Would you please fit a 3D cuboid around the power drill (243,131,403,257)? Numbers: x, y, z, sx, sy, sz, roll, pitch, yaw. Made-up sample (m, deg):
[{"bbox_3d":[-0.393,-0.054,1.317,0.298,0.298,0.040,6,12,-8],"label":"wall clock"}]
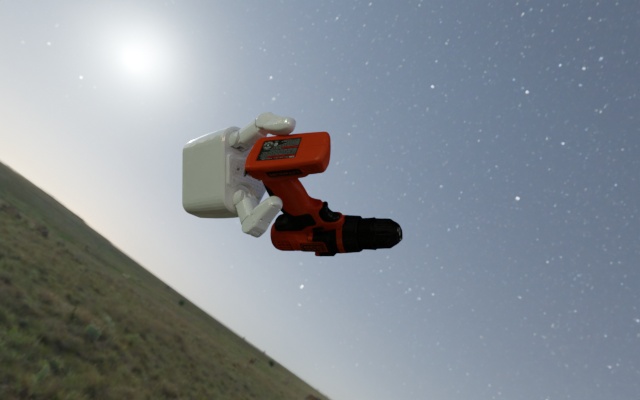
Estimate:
[{"bbox_3d":[0.000,0.002,0.602,0.184,0.057,0.188,-4,-44,19],"label":"power drill"}]
